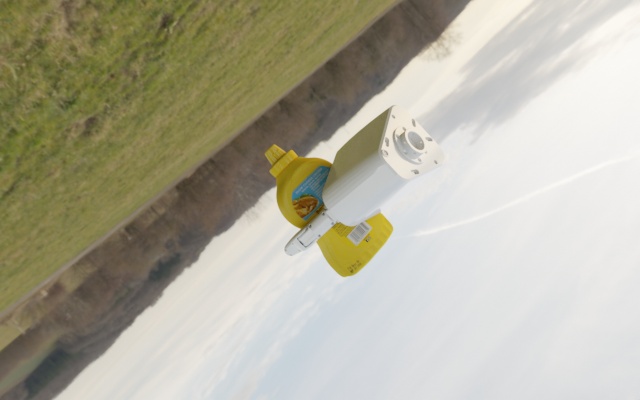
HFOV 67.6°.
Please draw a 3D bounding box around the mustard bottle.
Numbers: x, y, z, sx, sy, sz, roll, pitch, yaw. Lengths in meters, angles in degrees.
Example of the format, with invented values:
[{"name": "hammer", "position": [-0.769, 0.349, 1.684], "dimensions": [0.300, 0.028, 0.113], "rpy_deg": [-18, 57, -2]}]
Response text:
[{"name": "mustard bottle", "position": [0.000, 0.002, 0.621], "dimensions": [0.096, 0.191, 0.058], "rpy_deg": [-45, 4, -21]}]
